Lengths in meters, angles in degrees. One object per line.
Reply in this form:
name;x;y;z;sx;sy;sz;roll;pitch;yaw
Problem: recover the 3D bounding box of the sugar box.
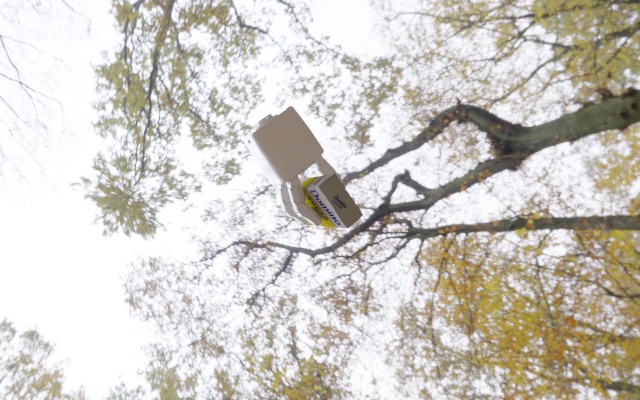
sugar box;0.000;0.003;0.883;0.048;0.093;0.176;-39;14;-17
